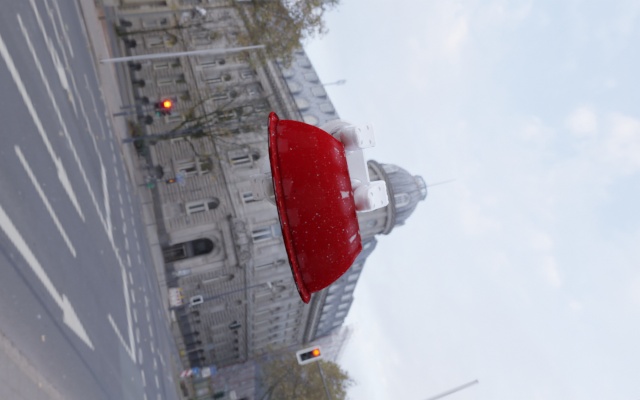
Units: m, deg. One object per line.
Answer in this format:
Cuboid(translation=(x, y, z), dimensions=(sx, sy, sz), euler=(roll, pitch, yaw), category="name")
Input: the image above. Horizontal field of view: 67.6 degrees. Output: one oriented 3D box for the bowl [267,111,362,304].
Cuboid(translation=(0.001, 0.002, 0.399), dimensions=(0.055, 0.162, 0.162), euler=(-10, -1, 3), category="bowl")
